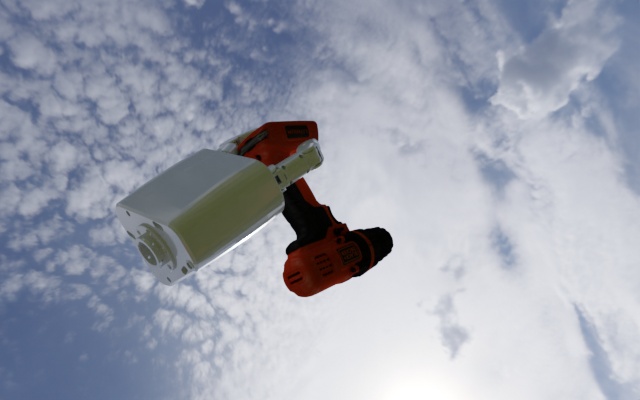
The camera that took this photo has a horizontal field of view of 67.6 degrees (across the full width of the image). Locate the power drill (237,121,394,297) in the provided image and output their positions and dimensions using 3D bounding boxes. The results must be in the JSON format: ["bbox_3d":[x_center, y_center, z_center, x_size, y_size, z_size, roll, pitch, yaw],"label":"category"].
[{"bbox_3d":[0.000,0.001,0.538,0.057,0.187,0.184,-33,-11,33],"label":"power drill"}]
